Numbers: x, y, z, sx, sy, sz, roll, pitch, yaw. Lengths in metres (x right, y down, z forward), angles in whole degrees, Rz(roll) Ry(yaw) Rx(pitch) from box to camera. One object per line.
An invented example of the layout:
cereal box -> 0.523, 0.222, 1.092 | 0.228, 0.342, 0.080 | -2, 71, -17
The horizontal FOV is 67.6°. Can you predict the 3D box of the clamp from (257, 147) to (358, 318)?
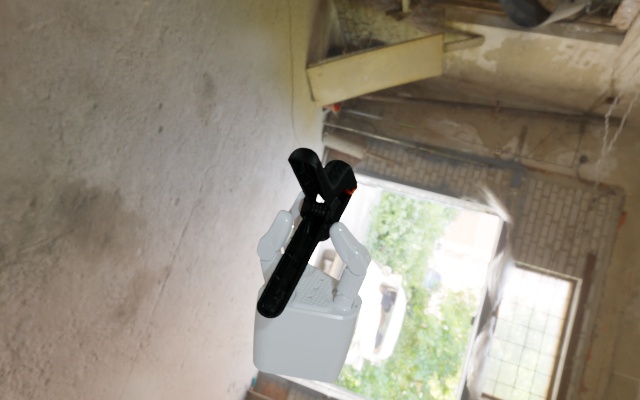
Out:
clamp -> 0.001, 0.002, 0.491 | 0.036, 0.165, 0.210 | 20, 29, 14
